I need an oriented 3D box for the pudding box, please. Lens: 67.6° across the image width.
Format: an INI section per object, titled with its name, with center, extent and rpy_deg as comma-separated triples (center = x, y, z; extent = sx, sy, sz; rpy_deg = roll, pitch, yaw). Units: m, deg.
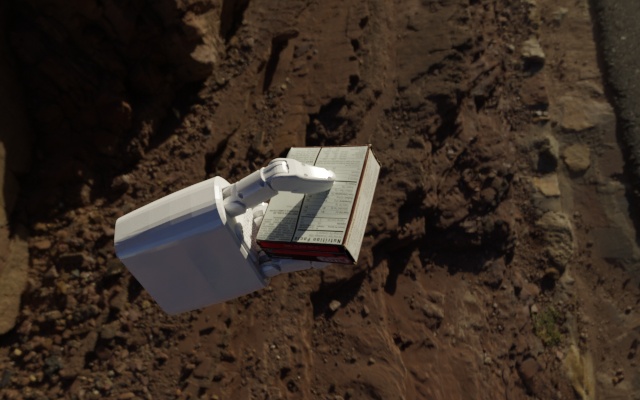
[pudding box]
center = 0.000, 0.001, 0.445
extent = 0.090, 0.113, 0.039
rpy_deg = 2, -31, 26
